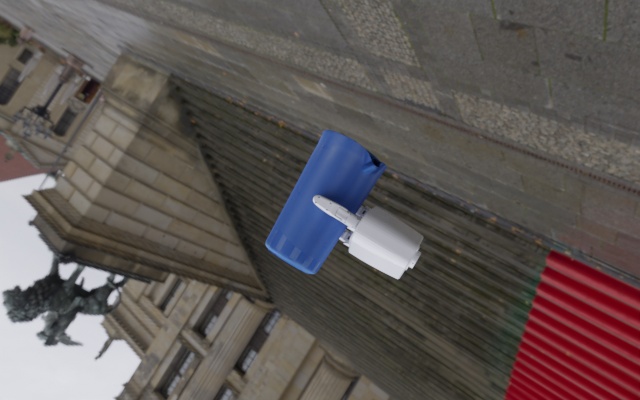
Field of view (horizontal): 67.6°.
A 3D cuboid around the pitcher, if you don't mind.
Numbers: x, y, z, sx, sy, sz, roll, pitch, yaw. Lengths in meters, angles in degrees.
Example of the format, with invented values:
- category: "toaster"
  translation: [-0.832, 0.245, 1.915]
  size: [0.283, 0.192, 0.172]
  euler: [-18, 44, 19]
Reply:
- category: "pitcher"
  translation: [0.000, 0.003, 0.873]
  size: [0.145, 0.243, 0.149]
  euler: [30, -4, 12]
